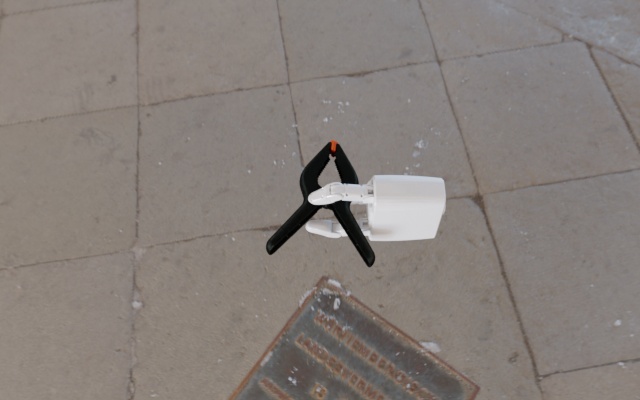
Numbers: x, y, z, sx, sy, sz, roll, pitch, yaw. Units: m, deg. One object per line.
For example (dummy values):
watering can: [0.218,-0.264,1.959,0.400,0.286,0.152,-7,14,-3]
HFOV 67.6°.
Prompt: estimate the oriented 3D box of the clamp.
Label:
clamp: [0.000,0.001,0.750,0.164,0.210,0.036,1,-23,-3]
